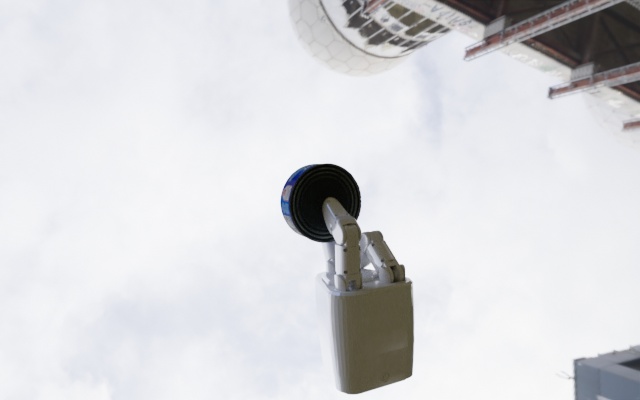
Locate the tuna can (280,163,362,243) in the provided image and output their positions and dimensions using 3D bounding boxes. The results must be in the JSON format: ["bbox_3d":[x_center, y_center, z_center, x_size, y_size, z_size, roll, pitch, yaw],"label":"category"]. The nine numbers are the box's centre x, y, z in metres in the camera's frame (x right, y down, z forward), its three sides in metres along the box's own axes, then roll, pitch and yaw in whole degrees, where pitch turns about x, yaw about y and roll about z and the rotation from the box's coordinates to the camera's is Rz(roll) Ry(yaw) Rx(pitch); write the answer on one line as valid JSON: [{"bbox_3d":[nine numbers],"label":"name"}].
[{"bbox_3d":[0.000,0.002,0.526,0.086,0.086,0.034,0,5,-25],"label":"tuna can"}]
